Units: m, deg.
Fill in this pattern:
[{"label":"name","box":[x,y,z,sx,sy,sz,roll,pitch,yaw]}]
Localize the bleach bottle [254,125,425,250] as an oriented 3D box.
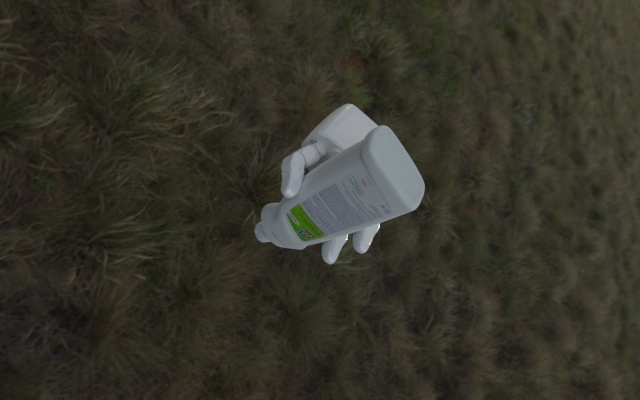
[{"label":"bleach bottle","box":[0.000,0.002,0.605,0.251,0.102,0.068,-23,21,39]}]
